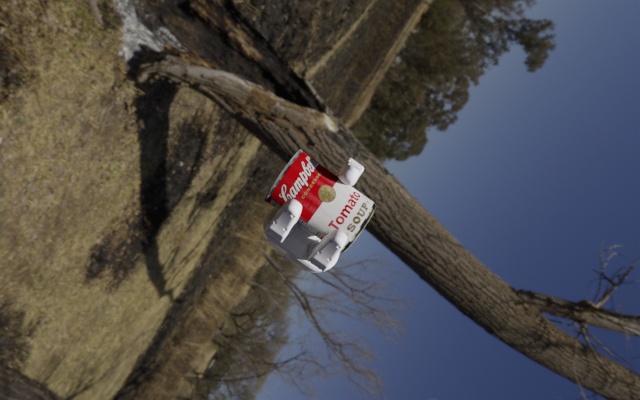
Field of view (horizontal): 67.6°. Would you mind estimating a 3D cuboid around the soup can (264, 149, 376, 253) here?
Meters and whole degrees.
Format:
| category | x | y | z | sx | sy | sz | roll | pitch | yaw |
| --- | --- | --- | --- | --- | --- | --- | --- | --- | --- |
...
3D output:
| category | x | y | z | sx | sy | sz | roll | pitch | yaw |
| --- | --- | --- | --- | --- | --- | --- | --- | --- | --- |
| soup can | 0.000 | 0.002 | 0.516 | 0.102 | 0.068 | 0.068 | 35 | -1 | -1 |
